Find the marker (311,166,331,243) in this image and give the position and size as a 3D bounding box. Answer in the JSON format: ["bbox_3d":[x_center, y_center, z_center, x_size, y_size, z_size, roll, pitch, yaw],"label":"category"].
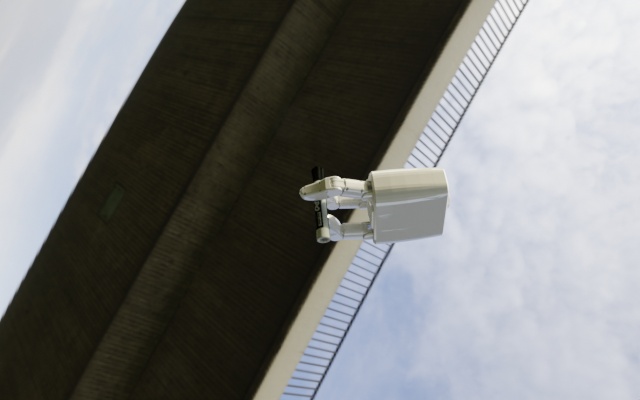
[{"bbox_3d":[0.000,0.002,0.679,0.020,0.121,0.020,-4,-30,-2],"label":"marker"}]
